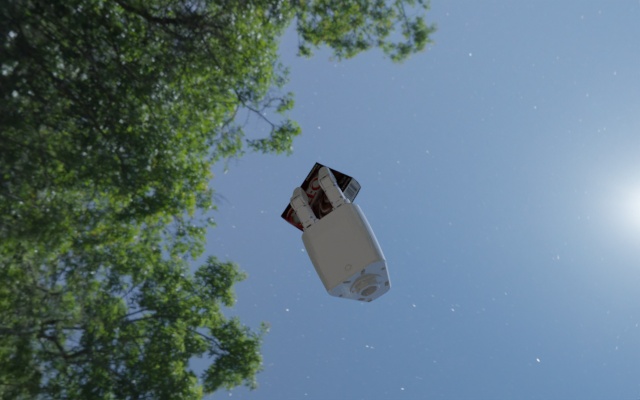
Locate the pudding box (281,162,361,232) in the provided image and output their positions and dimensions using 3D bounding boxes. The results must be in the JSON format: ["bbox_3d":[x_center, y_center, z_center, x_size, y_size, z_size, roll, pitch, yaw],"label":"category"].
[{"bbox_3d":[0.000,0.003,0.774,0.090,0.113,0.039,27,-11,43],"label":"pudding box"}]
